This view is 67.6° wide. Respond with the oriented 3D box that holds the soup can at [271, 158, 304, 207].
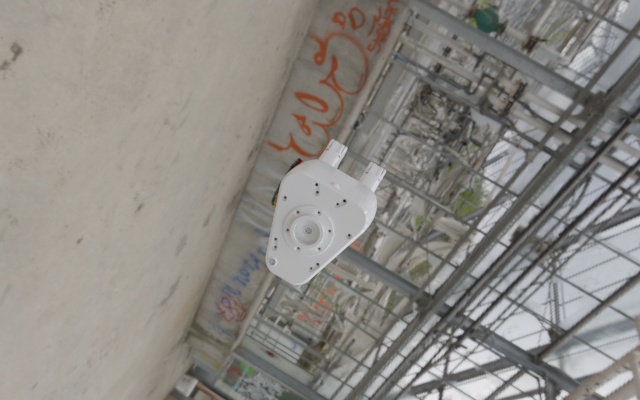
[{"bbox_3d":[0.000,0.002,0.589,0.102,0.068,0.068,30,2,3],"label":"soup can"}]
